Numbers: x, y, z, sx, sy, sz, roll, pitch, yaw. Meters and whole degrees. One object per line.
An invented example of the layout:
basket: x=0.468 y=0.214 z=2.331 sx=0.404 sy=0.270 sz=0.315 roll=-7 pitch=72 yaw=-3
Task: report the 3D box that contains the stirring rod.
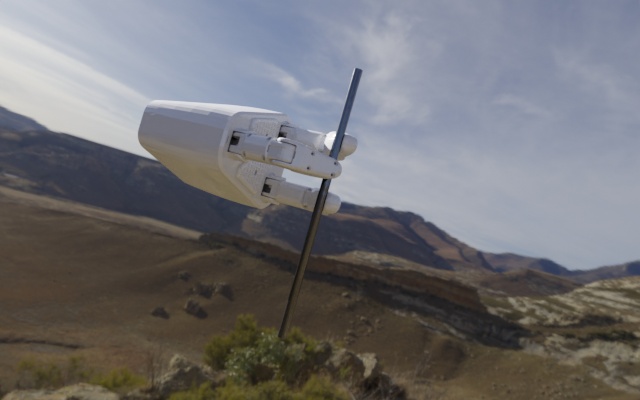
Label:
stirring rod: x=0.000 y=0.001 z=0.413 sx=0.011 sy=0.239 sz=0.011 roll=16 pitch=-2 yaw=1
